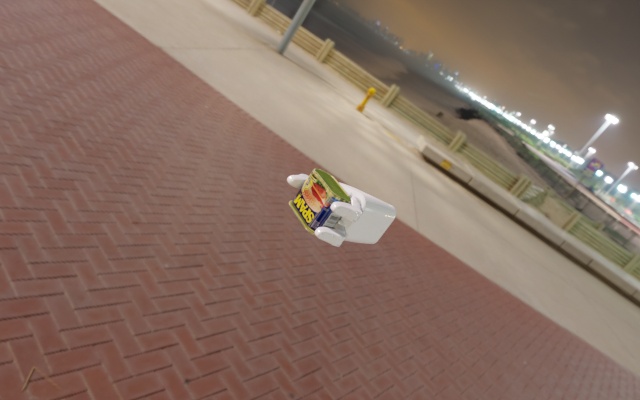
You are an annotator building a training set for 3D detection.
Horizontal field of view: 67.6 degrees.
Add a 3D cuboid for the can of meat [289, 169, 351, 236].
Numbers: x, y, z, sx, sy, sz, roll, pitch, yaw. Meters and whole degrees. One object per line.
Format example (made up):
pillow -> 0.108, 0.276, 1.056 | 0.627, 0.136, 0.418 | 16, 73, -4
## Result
can of meat -> 0.000, 0.002, 0.863 | 0.057, 0.084, 0.102 | 18, 25, -40
